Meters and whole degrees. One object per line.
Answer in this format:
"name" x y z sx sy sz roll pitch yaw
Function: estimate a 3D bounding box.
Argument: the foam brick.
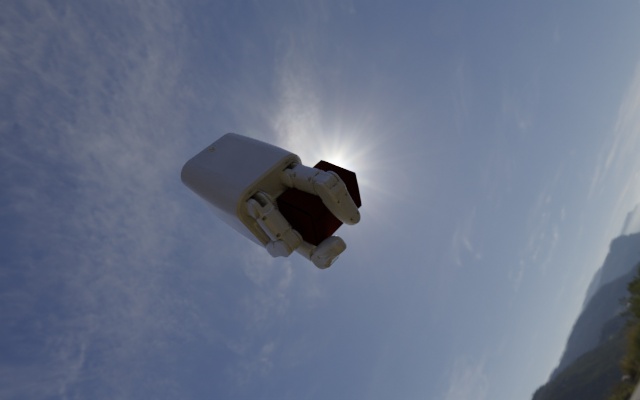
"foam brick" 0.000 0.002 0.525 0.051 0.053 0.078 24 53 34
